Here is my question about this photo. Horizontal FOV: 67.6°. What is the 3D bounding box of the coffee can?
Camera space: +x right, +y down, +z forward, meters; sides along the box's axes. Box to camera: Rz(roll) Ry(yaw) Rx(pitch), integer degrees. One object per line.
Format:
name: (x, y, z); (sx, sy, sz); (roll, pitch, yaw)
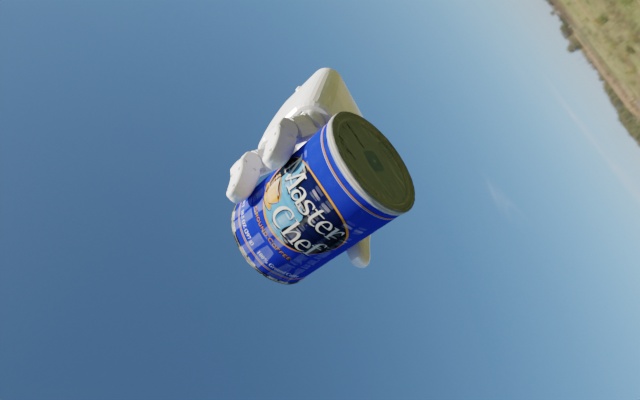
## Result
coffee can: (0.000, 0.002, 0.440); (0.140, 0.102, 0.103); (-37, -22, 32)
